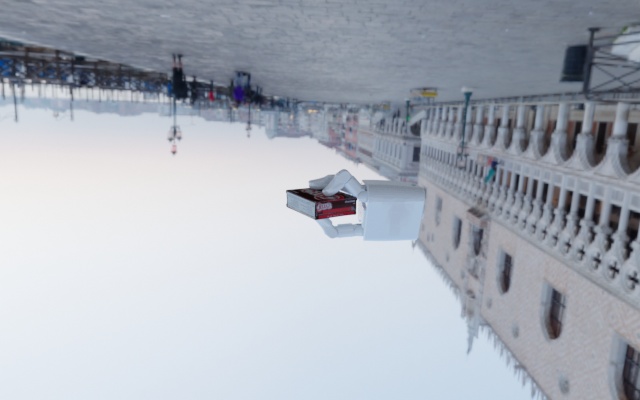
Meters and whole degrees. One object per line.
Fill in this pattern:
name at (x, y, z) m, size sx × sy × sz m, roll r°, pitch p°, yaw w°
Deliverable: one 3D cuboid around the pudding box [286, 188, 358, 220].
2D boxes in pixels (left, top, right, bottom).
pudding box at (0.000, 0.003, 0.884) m, size 0.090 × 0.039 × 0.113 m, roll -5°, pitch 13°, yaw -32°
